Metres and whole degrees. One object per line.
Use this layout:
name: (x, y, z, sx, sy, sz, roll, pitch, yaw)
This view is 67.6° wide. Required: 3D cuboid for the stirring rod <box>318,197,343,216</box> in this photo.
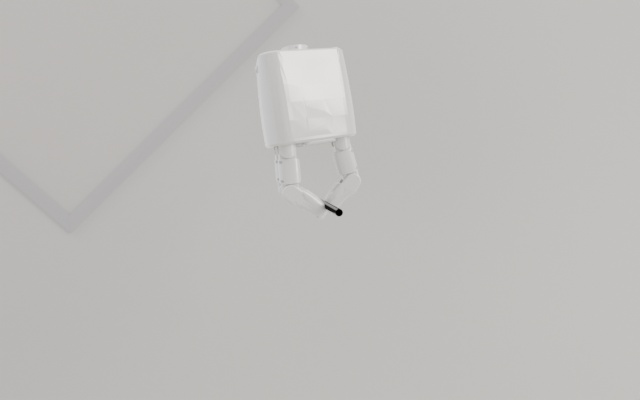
stirring rod: (0.000, 0.002, 0.615, 0.011, 0.011, 0.239, 0, 5, -9)
